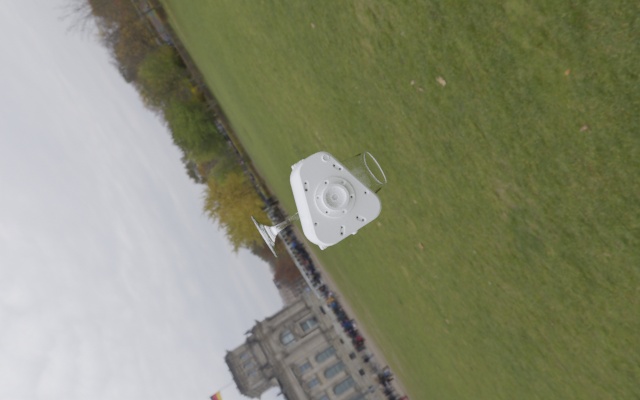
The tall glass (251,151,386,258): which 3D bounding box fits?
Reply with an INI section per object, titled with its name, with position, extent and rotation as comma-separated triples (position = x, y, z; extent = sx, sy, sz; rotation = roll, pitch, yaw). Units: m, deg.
[tall glass]
position = -0.001, 0.003, 0.725
extent = 0.201, 0.079, 0.079
rotation = -32, 3, -6
